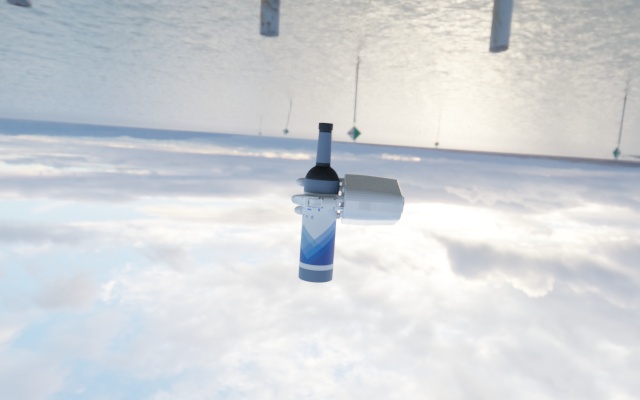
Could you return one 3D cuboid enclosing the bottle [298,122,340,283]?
[{"bbox_3d":[0.000,0.003,0.897,0.069,0.296,0.069,4,7,0],"label":"bottle"}]
